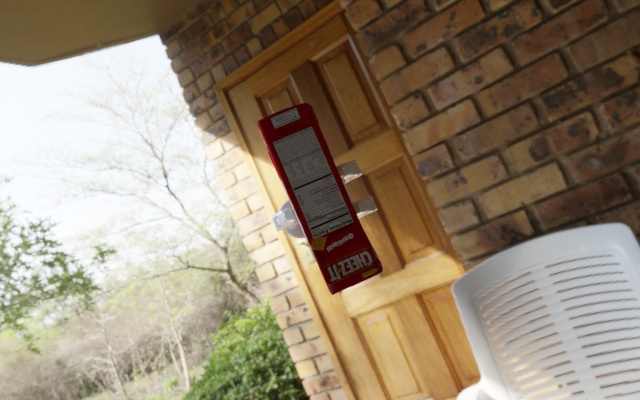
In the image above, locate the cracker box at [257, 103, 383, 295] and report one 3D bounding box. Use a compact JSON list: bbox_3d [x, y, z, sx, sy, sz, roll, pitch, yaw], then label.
[{"bbox_3d":[0.000,0.002,0.605,0.072,0.213,0.164,-24,-6,-2],"label":"cracker box"}]
